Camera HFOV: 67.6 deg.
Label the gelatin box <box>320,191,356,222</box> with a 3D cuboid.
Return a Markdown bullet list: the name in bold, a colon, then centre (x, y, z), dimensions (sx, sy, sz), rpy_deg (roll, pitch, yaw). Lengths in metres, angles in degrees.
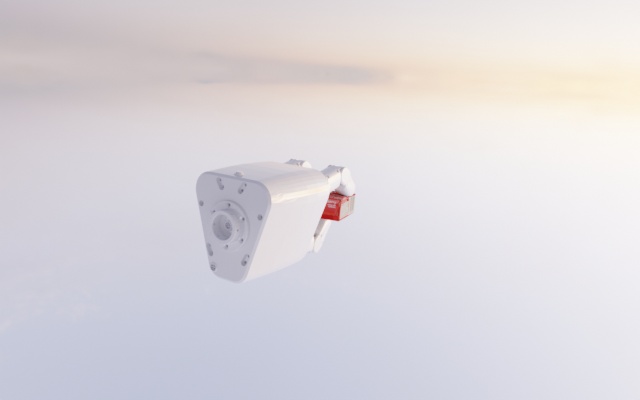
- **gelatin box**: centre (0.000, 0.002, 0.611), dimensions (0.073, 0.030, 0.089), rpy_deg (9, 8, 15)
